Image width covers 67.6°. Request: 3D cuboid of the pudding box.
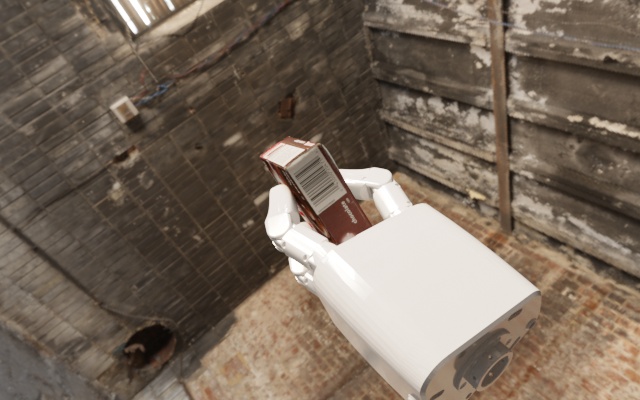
[{"bbox_3d":[0.000,0.001,0.416,0.039,0.113,0.090,-35,20,-11],"label":"pudding box"}]
